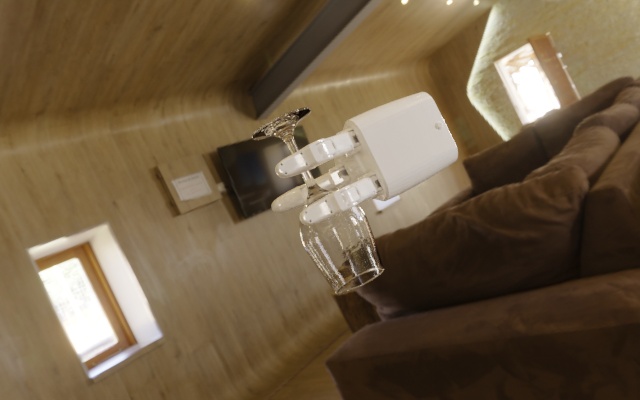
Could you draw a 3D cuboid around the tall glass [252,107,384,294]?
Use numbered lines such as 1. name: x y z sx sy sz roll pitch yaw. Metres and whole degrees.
1. tall glass: 0.000 0.001 0.538 0.079 0.201 0.079 -26 -1 0
